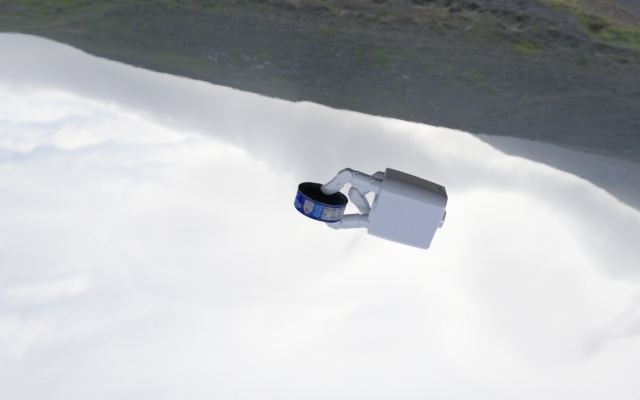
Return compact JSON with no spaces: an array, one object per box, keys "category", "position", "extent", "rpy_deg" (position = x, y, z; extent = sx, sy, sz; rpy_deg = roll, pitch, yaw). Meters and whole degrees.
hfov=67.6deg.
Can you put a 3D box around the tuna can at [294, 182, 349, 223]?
[{"category":"tuna can","position":[0.000,0.003,0.778],"extent":[0.086,0.034,0.086],"rpy_deg":[15,21,-6]}]
